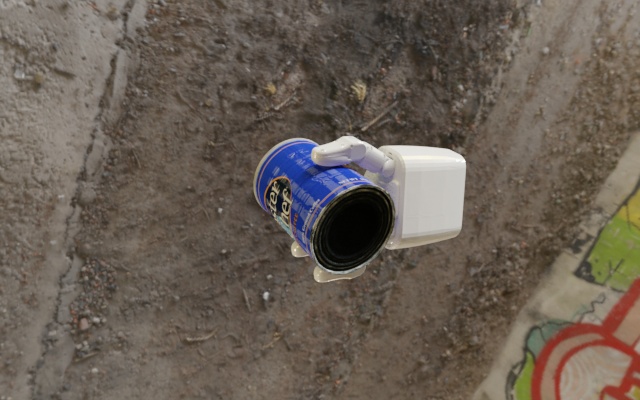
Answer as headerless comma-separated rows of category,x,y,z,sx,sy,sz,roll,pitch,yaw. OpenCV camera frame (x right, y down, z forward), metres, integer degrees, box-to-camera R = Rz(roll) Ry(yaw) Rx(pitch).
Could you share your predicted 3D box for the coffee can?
coffee can,0.000,0.002,0.530,0.103,0.103,0.140,0,25,-34
